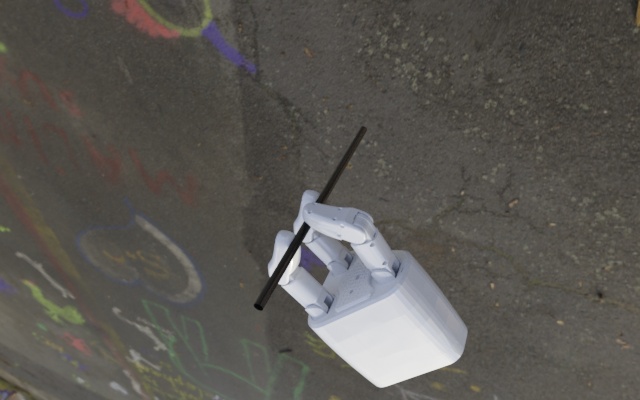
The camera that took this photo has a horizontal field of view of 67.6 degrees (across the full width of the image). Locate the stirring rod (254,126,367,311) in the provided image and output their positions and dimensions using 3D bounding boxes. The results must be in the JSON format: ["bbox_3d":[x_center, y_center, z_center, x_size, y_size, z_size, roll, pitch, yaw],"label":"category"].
[{"bbox_3d":[0.000,0.001,0.433,0.011,0.011,0.239,0,40,30],"label":"stirring rod"}]
